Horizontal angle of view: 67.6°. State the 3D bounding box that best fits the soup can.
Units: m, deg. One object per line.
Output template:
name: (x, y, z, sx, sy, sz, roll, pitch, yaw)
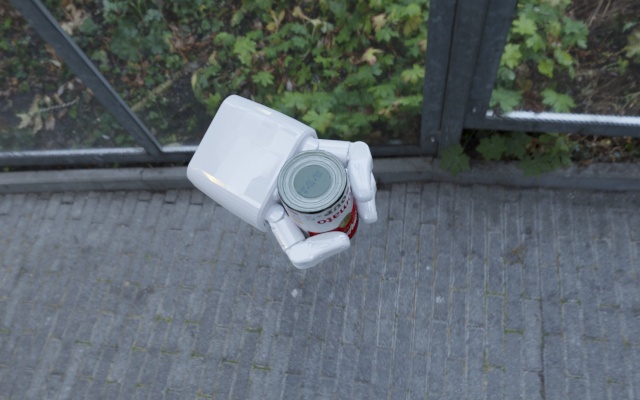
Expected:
soup can: (0.000, 0.002, 0.479, 0.068, 0.068, 0.102, 0, -25, 10)
